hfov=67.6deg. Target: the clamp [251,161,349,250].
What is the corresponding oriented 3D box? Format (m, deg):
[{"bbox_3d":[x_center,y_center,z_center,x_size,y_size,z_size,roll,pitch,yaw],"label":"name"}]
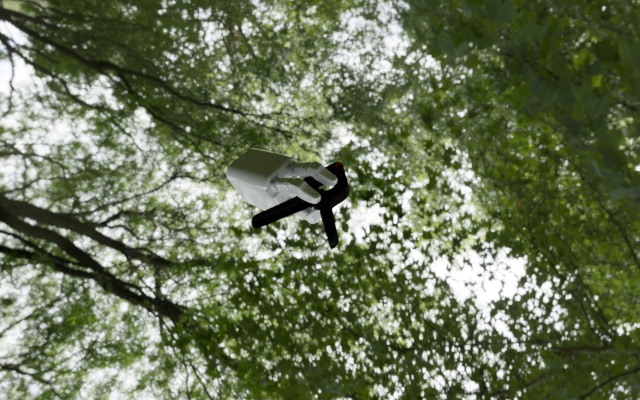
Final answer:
[{"bbox_3d":[0.000,0.003,0.856,0.164,0.036,0.210,19,47,29],"label":"clamp"}]
